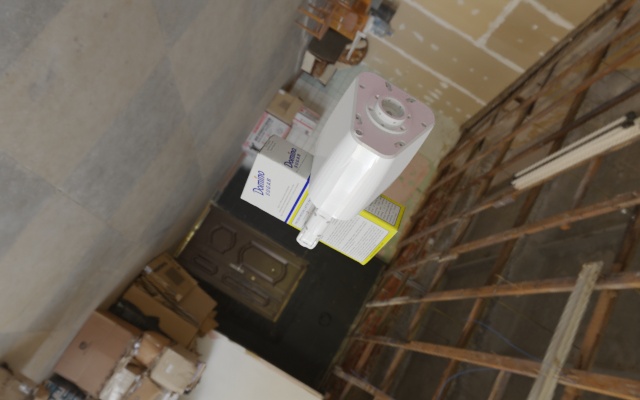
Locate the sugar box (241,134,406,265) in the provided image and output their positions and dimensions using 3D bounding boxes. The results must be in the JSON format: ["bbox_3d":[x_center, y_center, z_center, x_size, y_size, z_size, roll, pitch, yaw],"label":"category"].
[{"bbox_3d":[0.000,0.001,0.565,0.176,0.048,0.093,31,-40,-2],"label":"sugar box"}]
